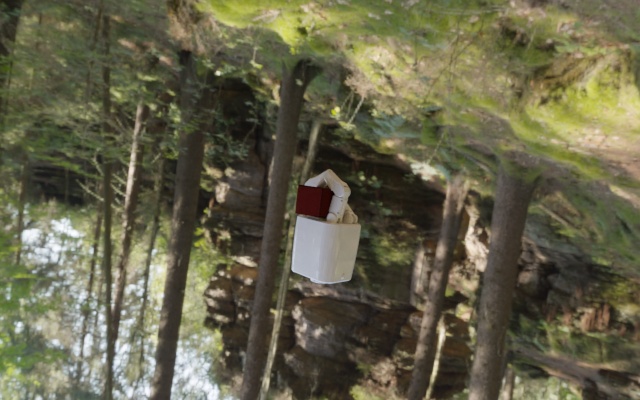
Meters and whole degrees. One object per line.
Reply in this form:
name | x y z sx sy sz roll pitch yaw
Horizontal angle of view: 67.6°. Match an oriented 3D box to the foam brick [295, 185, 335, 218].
foam brick | 0.000 0.003 0.847 0.053 0.051 0.078 10 3 34
